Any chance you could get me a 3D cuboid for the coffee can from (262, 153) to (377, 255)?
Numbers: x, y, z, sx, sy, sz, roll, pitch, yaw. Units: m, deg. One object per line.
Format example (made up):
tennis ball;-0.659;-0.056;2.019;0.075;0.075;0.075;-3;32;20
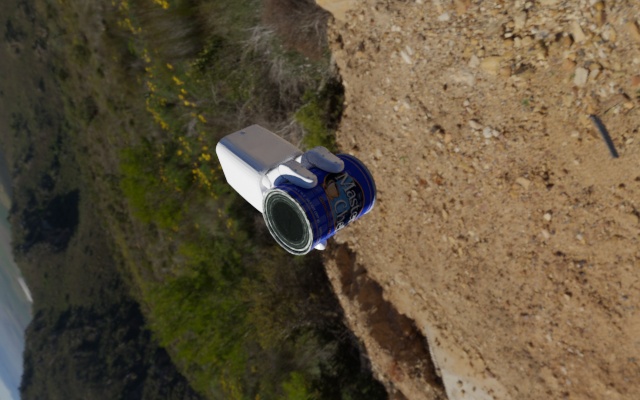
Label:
coffee can;0.000;0.002;0.703;0.140;0.103;0.103;-31;20;-37
